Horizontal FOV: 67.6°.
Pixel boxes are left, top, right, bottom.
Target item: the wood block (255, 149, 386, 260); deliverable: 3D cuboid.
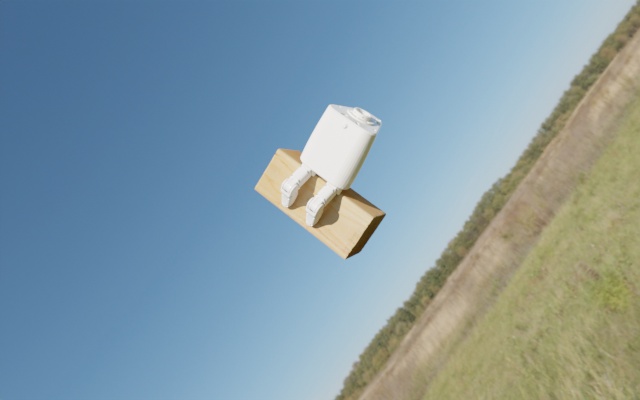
[{"bbox_3d":[0.000,0.002,0.847,0.206,0.090,0.091,37,16,17],"label":"wood block"}]
